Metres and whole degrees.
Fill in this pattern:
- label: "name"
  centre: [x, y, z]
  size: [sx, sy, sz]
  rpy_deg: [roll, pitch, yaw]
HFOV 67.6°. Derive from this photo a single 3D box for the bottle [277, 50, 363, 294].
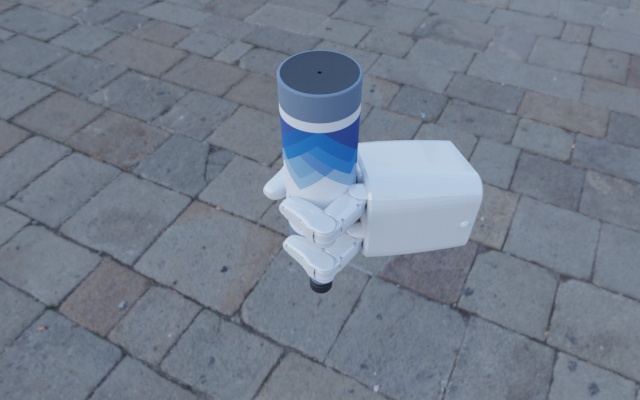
- label: "bottle"
  centre: [0.000, 0.001, 0.474]
  size: [0.069, 0.069, 0.296]
  rpy_deg: [0, -43, 0]
